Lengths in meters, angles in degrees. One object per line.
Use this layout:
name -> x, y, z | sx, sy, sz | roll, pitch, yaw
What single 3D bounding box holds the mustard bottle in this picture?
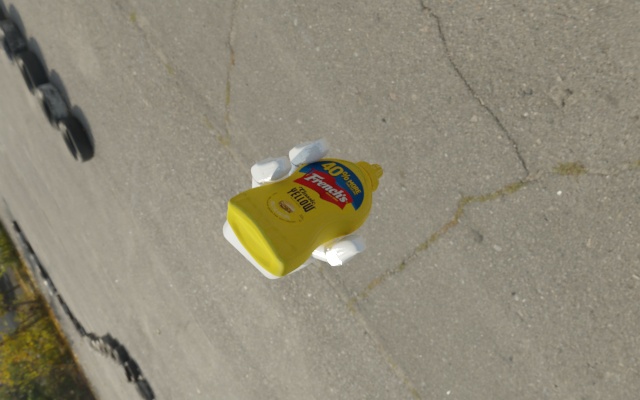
mustard bottle -> 0.000, 0.002, 0.530 | 0.191, 0.058, 0.096 | -28, 60, -34
